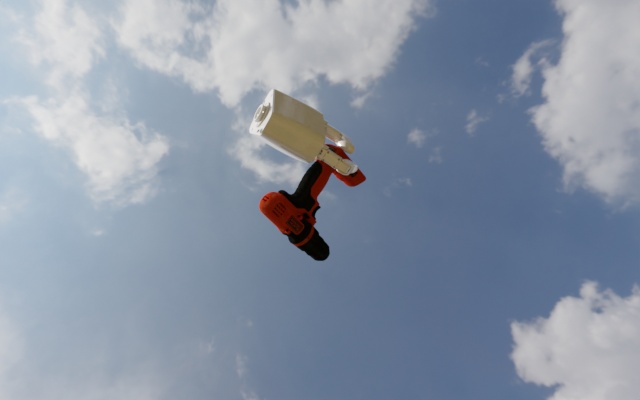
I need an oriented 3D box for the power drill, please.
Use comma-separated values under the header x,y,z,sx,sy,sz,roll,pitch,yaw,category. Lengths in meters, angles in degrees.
x,y,z,sx,sy,sz,roll,pitch,yaw,category
0.000,0.002,0.895,0.184,0.187,0.057,47,-13,-34,power drill
